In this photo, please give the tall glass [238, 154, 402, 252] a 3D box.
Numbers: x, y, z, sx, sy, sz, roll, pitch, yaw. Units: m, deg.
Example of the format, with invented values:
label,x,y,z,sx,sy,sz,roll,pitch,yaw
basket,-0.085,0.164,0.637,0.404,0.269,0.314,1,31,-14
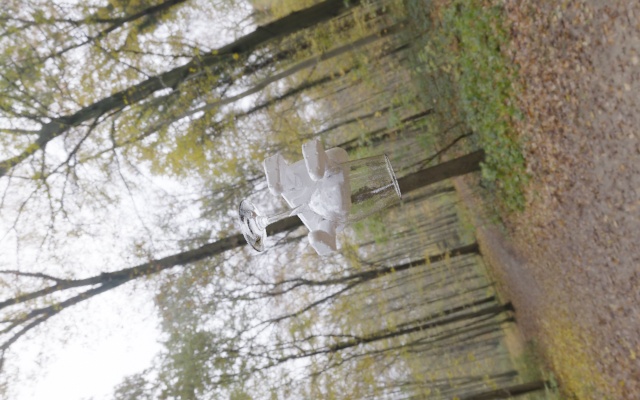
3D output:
label,x,y,z,sx,sy,sz,roll,pitch,yaw
tall glass,-0.001,0.002,0.618,0.201,0.079,0.079,-19,-5,14
